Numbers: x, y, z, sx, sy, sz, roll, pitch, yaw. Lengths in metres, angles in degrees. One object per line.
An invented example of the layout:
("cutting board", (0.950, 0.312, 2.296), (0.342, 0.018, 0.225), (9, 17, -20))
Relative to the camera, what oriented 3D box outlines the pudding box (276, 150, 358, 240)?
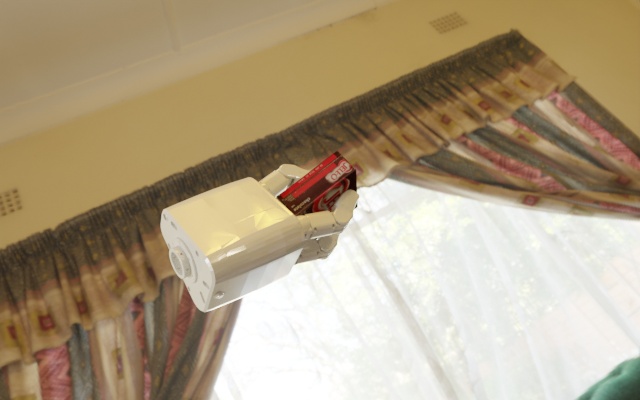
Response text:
("pudding box", (0.000, 0.002, 0.571), (0.090, 0.039, 0.113), (-37, -19, -10))
